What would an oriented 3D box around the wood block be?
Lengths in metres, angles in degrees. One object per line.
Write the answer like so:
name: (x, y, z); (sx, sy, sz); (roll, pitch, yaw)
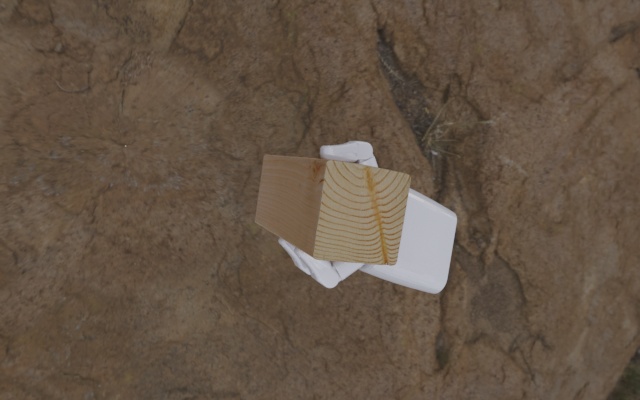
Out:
wood block: (0.001, 0.001, 0.527); (0.090, 0.091, 0.206); (8, 3, -23)
